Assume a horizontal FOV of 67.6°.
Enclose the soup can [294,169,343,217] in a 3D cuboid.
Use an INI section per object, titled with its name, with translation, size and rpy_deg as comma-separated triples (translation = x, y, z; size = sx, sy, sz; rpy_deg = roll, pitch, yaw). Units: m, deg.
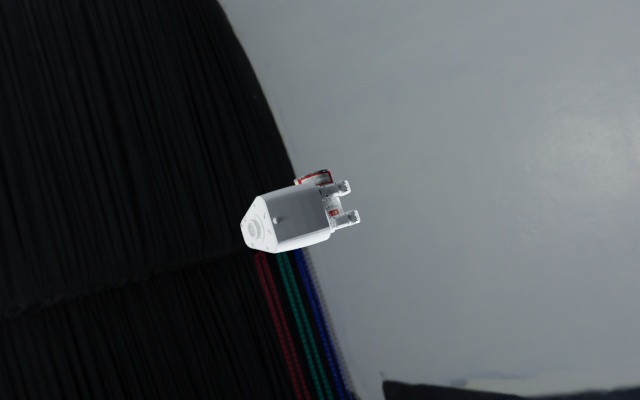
[soup can]
translation = 0.001, 0.003, 0.850
size = 0.068, 0.102, 0.068
rpy_deg = -18, -5, -2
